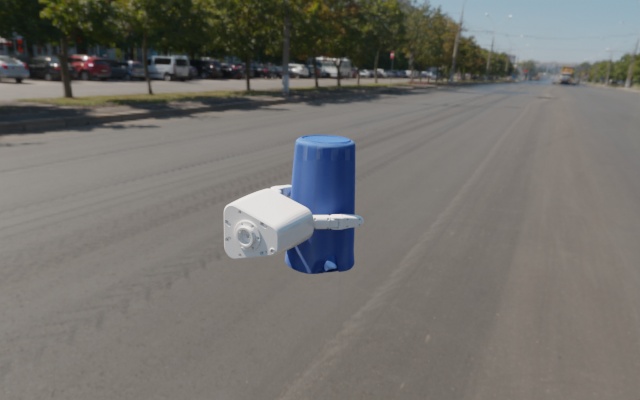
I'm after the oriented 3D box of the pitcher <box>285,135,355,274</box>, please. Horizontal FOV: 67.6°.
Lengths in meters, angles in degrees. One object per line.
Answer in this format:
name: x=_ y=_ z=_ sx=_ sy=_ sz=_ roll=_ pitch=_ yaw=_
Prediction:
pitcher: x=0.000 y=0.003 z=0.893 sx=0.149 sy=0.243 sz=0.145 roll=12 pitch=18 yaw=28
